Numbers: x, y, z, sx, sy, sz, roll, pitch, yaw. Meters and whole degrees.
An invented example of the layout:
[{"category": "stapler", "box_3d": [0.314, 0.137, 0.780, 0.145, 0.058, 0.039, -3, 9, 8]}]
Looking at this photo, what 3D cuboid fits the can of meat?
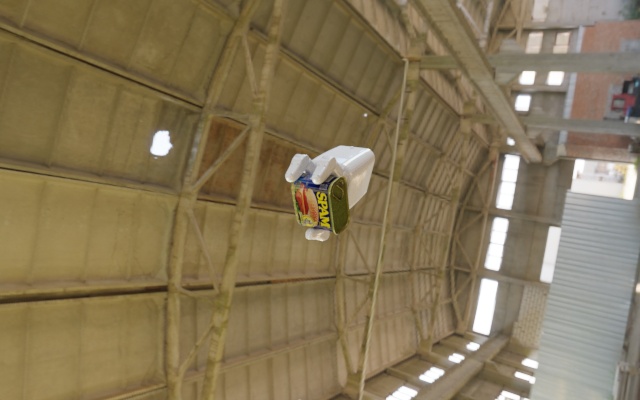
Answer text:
[{"category": "can of meat", "box_3d": [0.000, 0.003, 0.850, 0.084, 0.102, 0.057, 10, 32, 31]}]
